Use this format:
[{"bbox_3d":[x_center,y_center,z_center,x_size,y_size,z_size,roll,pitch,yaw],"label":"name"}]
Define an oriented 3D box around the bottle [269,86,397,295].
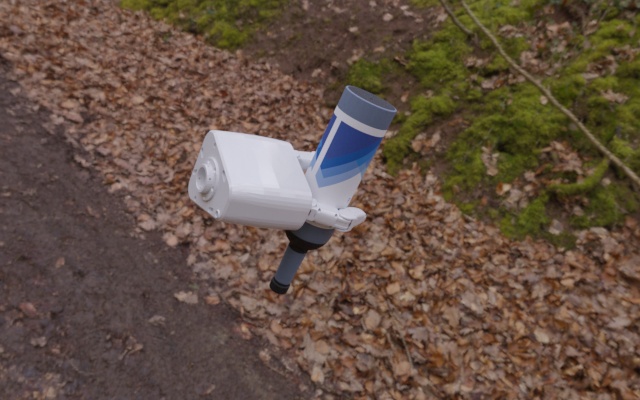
[{"bbox_3d":[0.000,0.002,0.616,0.069,0.296,0.069,22,23,-10],"label":"bottle"}]
